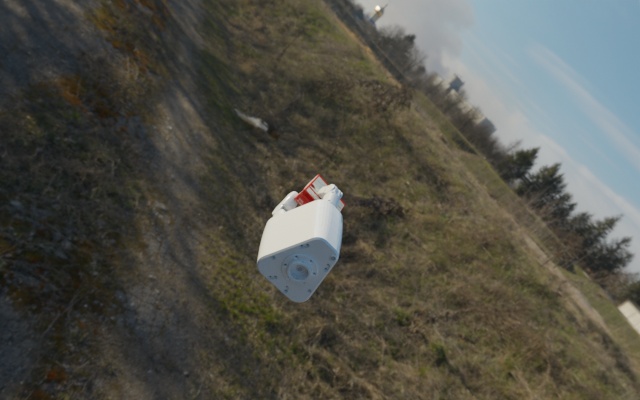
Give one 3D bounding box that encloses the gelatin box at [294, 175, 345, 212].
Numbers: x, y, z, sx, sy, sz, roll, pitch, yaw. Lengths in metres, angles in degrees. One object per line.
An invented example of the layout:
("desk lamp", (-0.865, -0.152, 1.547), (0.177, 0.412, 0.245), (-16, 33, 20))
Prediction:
("gelatin box", (0.001, 0.002, 0.814), (0.030, 0.073, 0.089), (-40, 5, 25))
